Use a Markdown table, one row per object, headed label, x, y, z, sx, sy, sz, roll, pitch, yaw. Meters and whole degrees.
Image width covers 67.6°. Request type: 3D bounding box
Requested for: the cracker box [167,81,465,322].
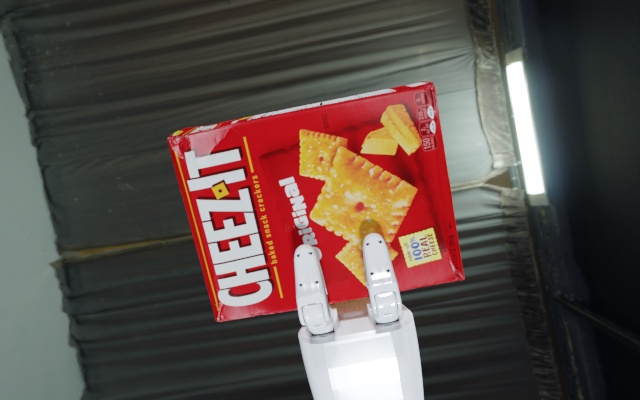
| label | x | y | z | sx | sy | sz | roll | pitch | yaw |
| --- | --- | --- | --- | --- | --- | --- | --- | --- | --- |
| cracker box | 0.000 | 0.001 | 0.406 | 0.214 | 0.164 | 0.072 | -11 | 13 | 3 |
